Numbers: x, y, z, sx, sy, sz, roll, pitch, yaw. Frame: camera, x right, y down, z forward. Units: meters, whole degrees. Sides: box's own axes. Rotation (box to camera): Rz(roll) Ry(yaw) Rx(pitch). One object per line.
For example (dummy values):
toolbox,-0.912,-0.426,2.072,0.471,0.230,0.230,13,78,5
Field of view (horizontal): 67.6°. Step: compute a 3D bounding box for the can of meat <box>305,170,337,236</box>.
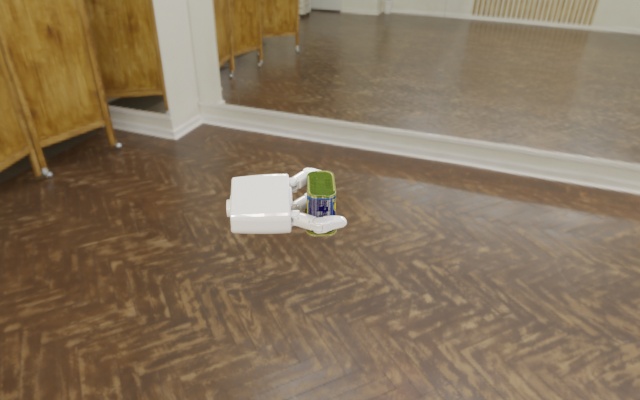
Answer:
can of meat,0.000,0.003,0.881,0.057,0.084,0.102,-1,31,-2
